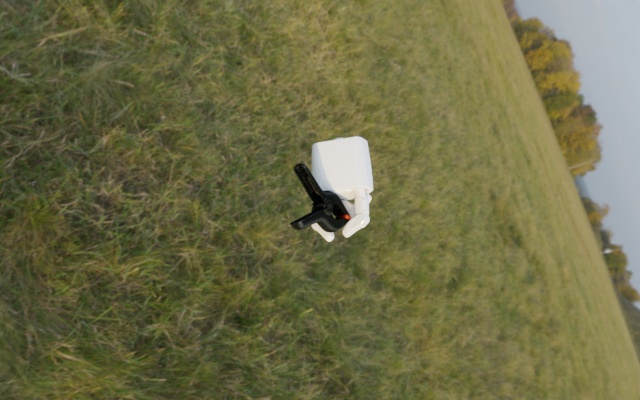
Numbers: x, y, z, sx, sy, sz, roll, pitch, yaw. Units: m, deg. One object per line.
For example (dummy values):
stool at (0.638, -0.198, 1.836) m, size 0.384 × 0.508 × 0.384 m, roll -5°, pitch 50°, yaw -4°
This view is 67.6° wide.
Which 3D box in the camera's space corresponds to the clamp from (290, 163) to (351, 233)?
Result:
clamp at (0.001, 0.003, 0.878) m, size 0.039 × 0.120 × 0.171 m, roll -4°, pitch -12°, yaw 32°
